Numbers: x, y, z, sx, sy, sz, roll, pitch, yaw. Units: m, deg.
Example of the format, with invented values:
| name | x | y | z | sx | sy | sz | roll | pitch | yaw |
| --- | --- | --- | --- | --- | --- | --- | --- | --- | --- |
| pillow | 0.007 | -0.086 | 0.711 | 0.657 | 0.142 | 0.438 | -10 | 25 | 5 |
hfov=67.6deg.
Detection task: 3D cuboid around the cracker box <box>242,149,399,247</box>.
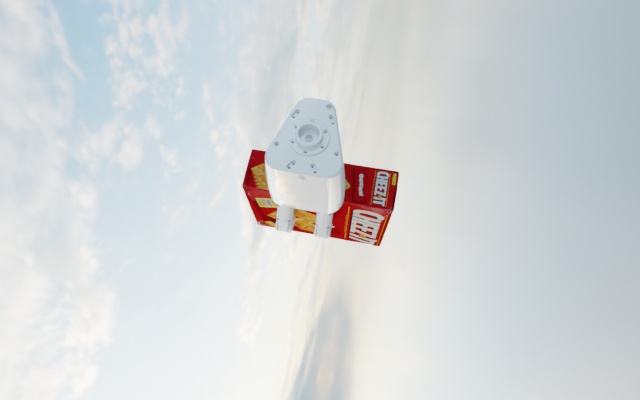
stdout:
| name | x | y | z | sx | sy | sz | roll | pitch | yaw |
| --- | --- | --- | --- | --- | --- | --- | --- | --- | --- |
| cracker box | 0.000 | 0.002 | 0.735 | 0.213 | 0.072 | 0.164 | 10 | -22 | 4 |
